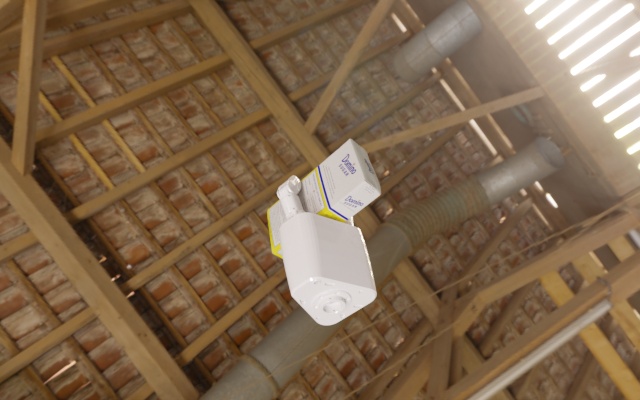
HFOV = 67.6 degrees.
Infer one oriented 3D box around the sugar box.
[{"bbox_3d":[0.000,0.003,0.681,0.176,0.093,0.048,-37,-49,22],"label":"sugar box"}]
